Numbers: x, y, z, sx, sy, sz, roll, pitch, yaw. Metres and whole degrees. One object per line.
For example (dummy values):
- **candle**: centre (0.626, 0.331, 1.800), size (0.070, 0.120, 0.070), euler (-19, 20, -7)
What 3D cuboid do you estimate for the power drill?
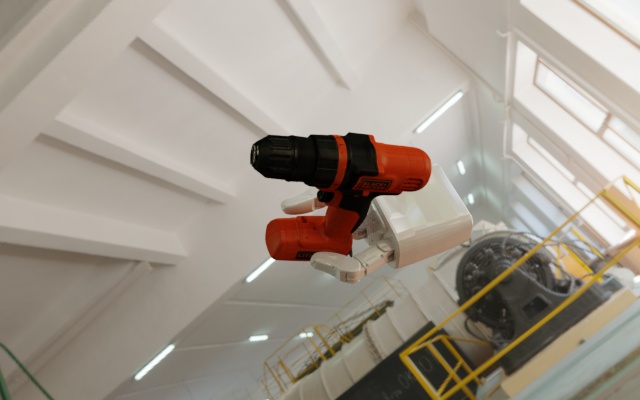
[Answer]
- **power drill**: centre (0.000, 0.002, 0.509), size (0.184, 0.057, 0.188), euler (5, -33, -21)
